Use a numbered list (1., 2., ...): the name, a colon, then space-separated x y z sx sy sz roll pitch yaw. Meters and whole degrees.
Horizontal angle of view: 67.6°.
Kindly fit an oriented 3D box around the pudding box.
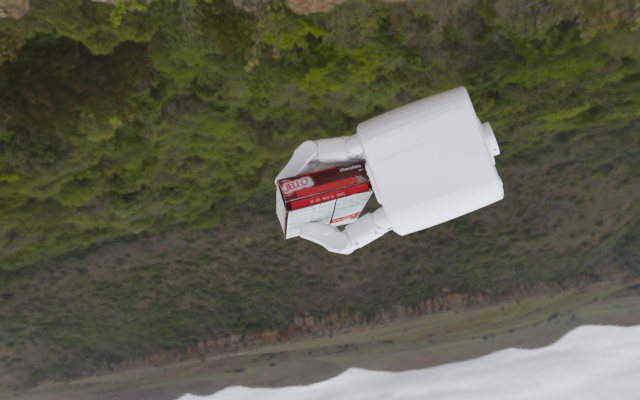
1. pudding box: 0.000 0.002 0.503 0.090 0.039 0.113 -13 -18 -10
